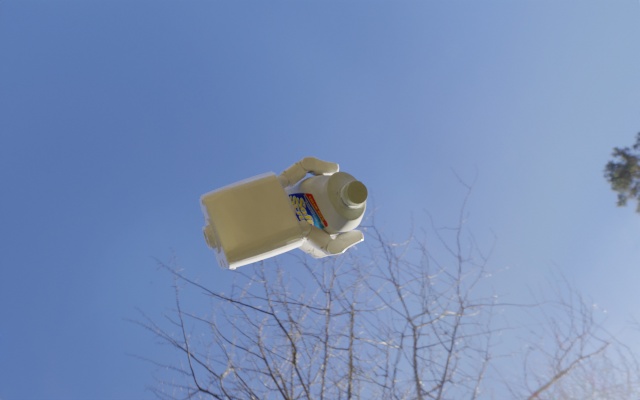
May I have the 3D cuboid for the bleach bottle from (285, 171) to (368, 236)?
[{"bbox_3d":[0.000,0.002,0.689,0.068,0.102,0.251,-19,-3,-21],"label":"bleach bottle"}]
